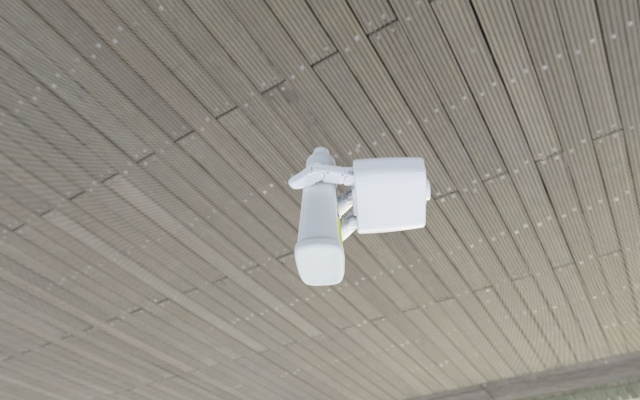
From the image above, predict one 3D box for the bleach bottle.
[{"bbox_3d":[0.000,0.003,0.747,0.068,0.250,0.103,-3,-43,3],"label":"bleach bottle"}]
